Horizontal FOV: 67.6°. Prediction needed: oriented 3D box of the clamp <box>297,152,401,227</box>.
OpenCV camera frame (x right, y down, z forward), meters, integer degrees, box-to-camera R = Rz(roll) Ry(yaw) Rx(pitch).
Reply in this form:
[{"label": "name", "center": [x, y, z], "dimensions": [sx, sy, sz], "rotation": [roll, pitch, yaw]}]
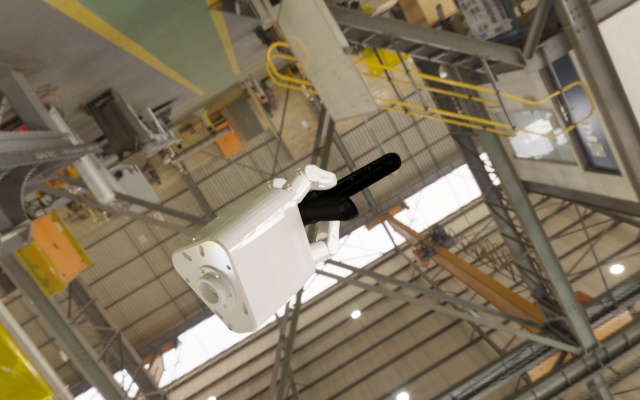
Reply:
[{"label": "clamp", "center": [0.000, 0.003, 0.609], "dimensions": [0.210, 0.036, 0.164], "rotation": [-20, 12, 41]}]
